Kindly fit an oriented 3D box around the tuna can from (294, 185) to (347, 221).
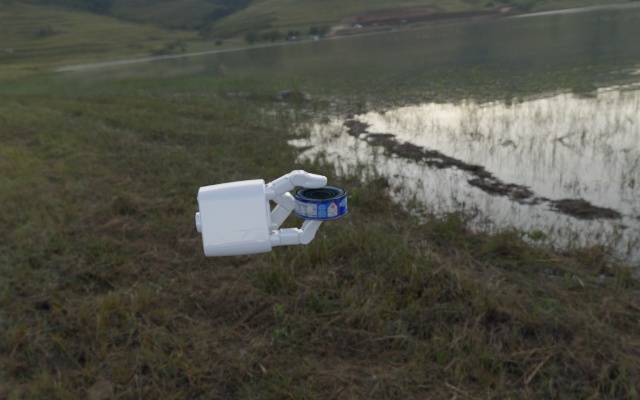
[{"bbox_3d":[0.000,0.002,0.763,0.086,0.034,0.086,-1,18,0],"label":"tuna can"}]
